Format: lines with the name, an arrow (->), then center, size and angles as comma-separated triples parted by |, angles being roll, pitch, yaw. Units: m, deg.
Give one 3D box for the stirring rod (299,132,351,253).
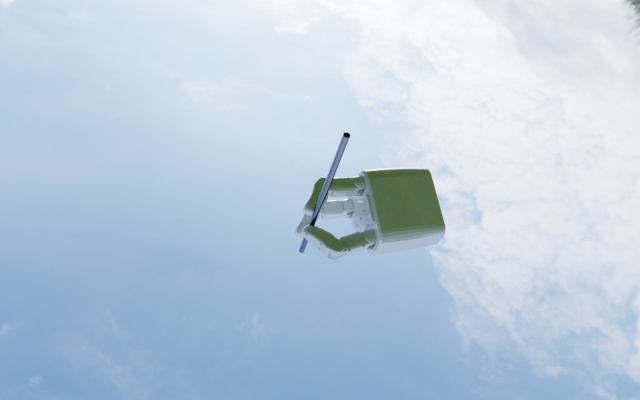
stirring rod -> 0.000, 0.002, 0.587 | 0.011, 0.011, 0.240 | 0, -35, -16
